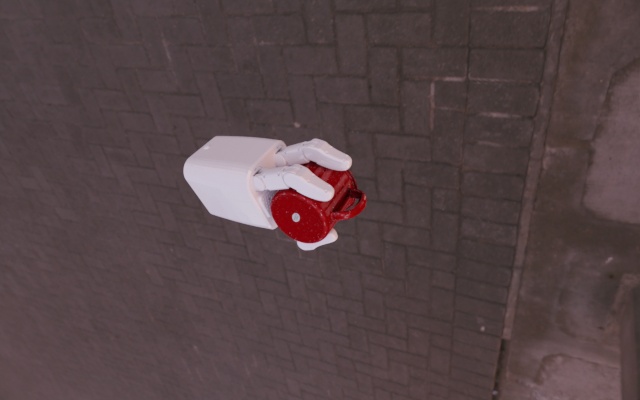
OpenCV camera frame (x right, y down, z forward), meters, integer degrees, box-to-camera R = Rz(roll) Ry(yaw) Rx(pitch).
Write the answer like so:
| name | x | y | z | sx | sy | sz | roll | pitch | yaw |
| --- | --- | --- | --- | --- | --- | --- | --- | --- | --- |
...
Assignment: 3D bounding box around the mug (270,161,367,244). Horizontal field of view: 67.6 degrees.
| name | x | y | z | sx | sy | sz | roll | pitch | yaw |
| --- | --- | --- | --- | --- | --- | --- | --- | --- | --- |
| mug | 0.001 | 0.002 | 0.601 | 0.117 | 0.093 | 0.081 | 9 | 40 | 26 |
